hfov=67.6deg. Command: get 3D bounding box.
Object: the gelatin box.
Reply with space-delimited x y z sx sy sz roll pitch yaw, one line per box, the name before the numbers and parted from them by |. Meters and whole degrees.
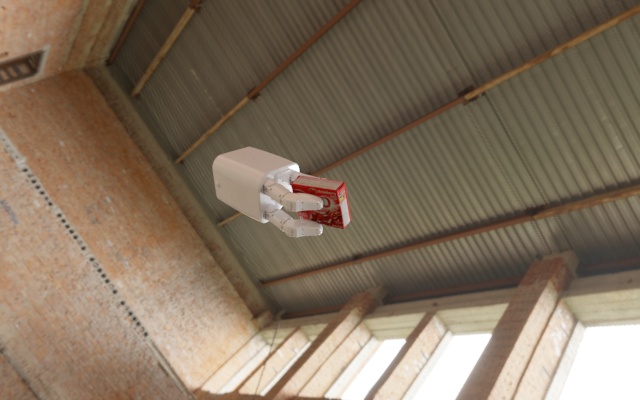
gelatin box | 0.001 0.002 0.760 0.089 0.073 0.030 10 37 30
